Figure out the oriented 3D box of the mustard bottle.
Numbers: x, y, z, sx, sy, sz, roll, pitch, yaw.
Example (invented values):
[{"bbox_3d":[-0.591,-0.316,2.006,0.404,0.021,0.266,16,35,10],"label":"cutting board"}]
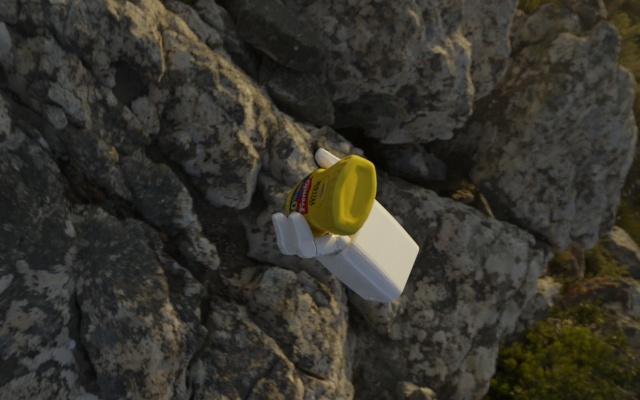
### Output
[{"bbox_3d":[0.000,0.002,0.646,0.058,0.096,0.191,20,-14,-23],"label":"mustard bottle"}]
